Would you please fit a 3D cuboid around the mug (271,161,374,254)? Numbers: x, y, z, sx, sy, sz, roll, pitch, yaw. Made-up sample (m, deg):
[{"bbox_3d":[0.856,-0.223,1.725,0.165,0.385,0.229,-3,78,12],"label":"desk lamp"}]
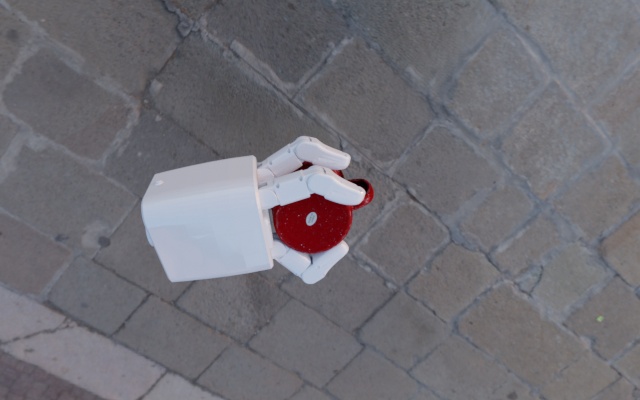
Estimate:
[{"bbox_3d":[0.002,0.002,0.513,0.117,0.093,0.081,-10,26,-4],"label":"mug"}]
